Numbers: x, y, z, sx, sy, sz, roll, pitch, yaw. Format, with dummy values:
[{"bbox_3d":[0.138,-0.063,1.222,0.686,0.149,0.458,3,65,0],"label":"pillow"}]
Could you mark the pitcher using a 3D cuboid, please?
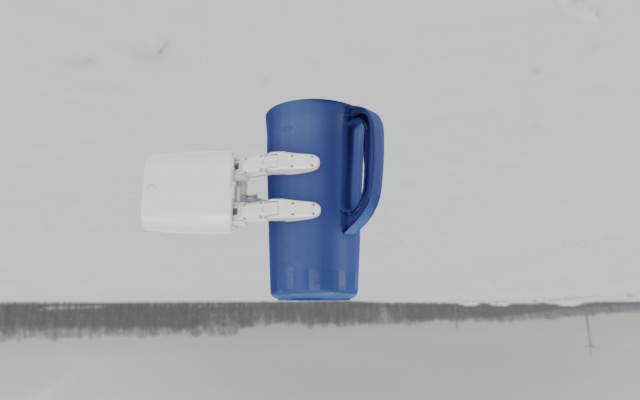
[{"bbox_3d":[0.000,0.002,0.601,0.145,0.242,0.149,0,-12,-2],"label":"pitcher"}]
